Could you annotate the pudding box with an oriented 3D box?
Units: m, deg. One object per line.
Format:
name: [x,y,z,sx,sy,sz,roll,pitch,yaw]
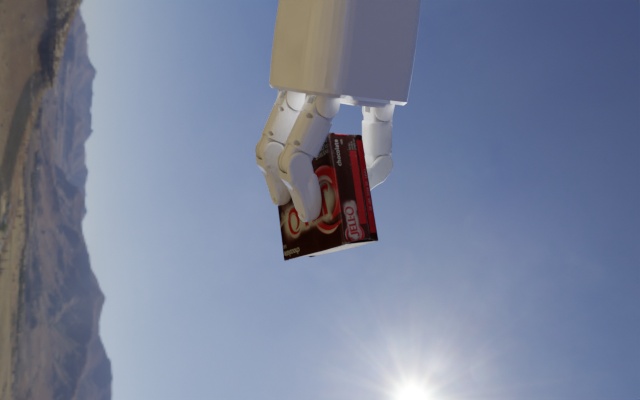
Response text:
pudding box: [0.000,0.001,0.418,0.039,0.090,0.113,-1,-12,-27]
